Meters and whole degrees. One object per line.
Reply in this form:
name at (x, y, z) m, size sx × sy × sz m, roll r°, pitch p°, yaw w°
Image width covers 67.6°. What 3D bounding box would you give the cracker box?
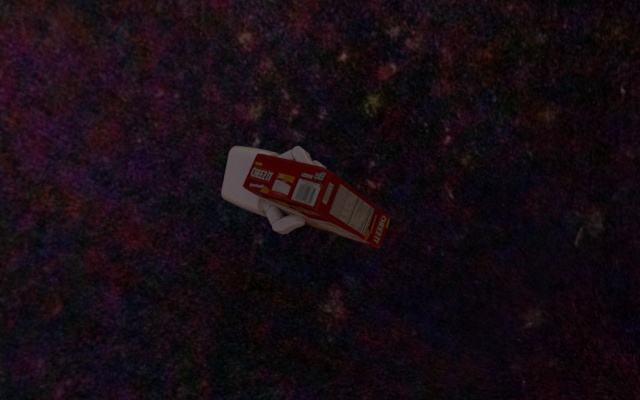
cracker box at (0.000, 0.003, 0.814) m, size 0.164 × 0.072 × 0.214 m, roll 16°, pitch -10°, yaw 38°
